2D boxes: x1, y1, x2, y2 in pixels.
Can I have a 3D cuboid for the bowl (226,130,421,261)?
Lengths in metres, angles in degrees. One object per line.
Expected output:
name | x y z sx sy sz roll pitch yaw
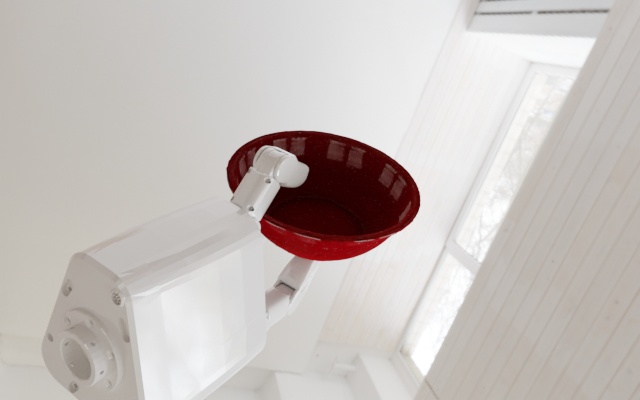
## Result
bowl | 0.001 0.001 0.411 0.162 0.055 0.162 7 35 -5
